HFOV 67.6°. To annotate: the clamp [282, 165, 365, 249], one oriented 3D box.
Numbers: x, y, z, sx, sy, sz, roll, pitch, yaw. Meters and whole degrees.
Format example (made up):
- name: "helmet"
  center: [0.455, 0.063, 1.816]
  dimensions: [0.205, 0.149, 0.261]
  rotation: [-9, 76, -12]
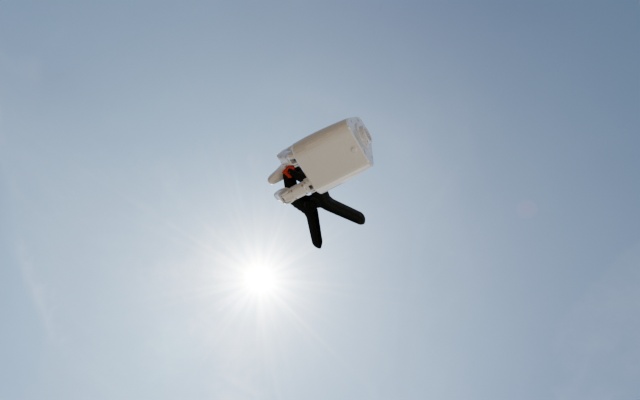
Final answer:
- name: "clamp"
  center: [0.000, 0.002, 0.871]
  dimensions: [0.120, 0.171, 0.039]
  rotation: [-25, 20, 21]
